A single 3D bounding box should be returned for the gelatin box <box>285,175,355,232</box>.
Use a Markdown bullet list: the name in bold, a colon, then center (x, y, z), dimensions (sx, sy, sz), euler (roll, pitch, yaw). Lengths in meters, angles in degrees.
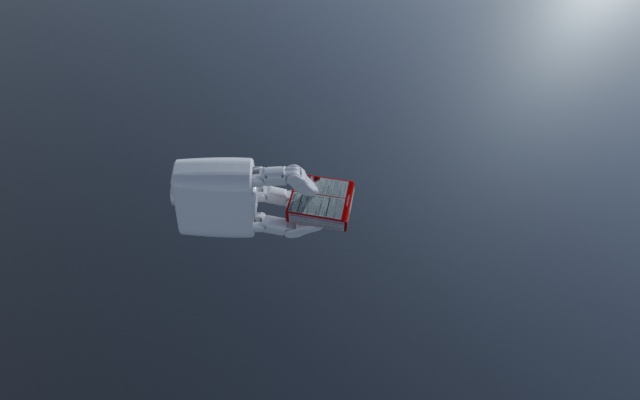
- **gelatin box**: center (0.000, 0.002, 0.690), dimensions (0.089, 0.073, 0.030), euler (8, -36, 8)
